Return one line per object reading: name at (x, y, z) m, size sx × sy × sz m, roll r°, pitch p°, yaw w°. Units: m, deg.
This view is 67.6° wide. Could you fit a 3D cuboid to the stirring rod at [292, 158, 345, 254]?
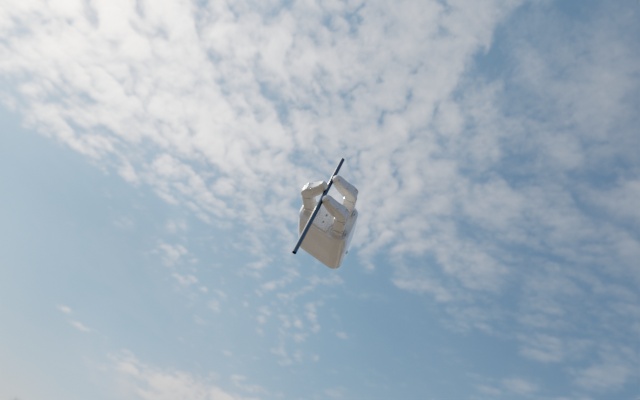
stirring rod at (0.000, 0.003, 0.862) m, size 0.011 × 0.011 × 0.239 m, roll 0°, pitch 44°, yaw 30°
